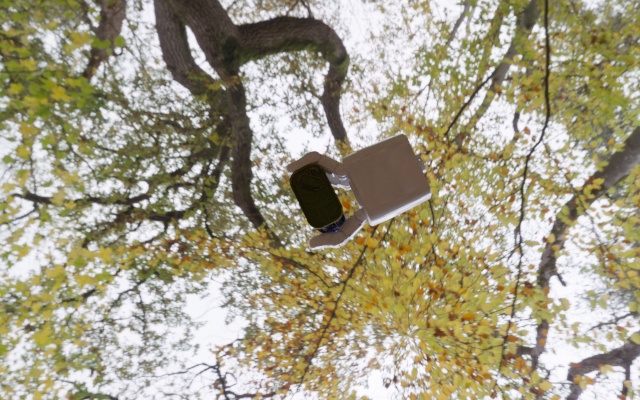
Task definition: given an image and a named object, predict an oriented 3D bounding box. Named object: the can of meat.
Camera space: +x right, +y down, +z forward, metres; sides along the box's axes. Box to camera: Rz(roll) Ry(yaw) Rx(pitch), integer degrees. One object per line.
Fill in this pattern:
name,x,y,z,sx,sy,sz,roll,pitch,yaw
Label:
can of meat,0.000,0.003,0.757,0.057,0.102,0.084,-27,-18,3
